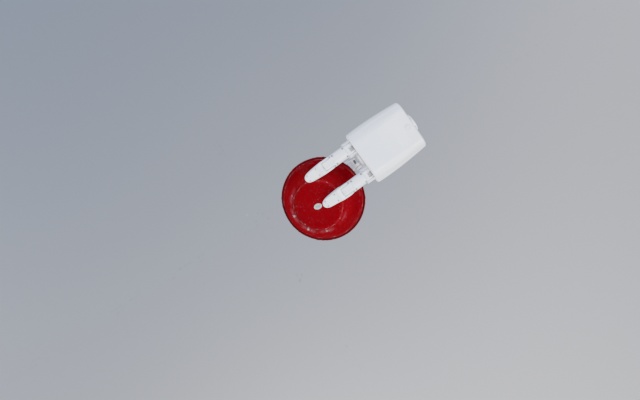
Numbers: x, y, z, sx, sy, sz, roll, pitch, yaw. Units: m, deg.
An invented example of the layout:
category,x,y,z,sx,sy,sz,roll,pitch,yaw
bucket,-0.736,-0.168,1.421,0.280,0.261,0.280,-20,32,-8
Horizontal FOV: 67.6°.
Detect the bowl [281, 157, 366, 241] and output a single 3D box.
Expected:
category,x,y,z,sx,sy,sz,roll,pitch,yaw
bowl,-0.001,0.004,0.879,0.162,0.162,0.055,0,12,10
